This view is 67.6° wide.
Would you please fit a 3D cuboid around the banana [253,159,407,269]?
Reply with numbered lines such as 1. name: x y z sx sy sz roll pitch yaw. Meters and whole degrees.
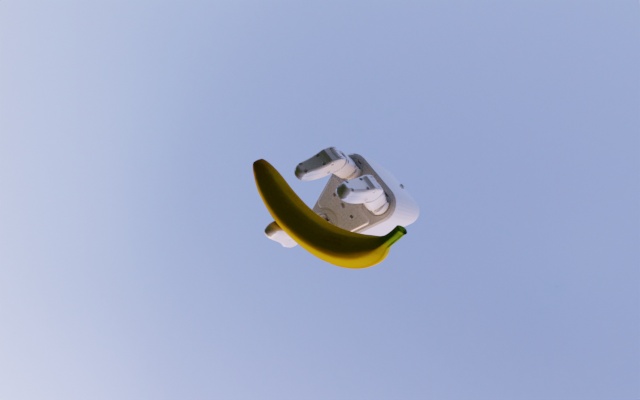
1. banana: -0.004 0.020 0.492 0.197 0.069 0.037 26 11 31
